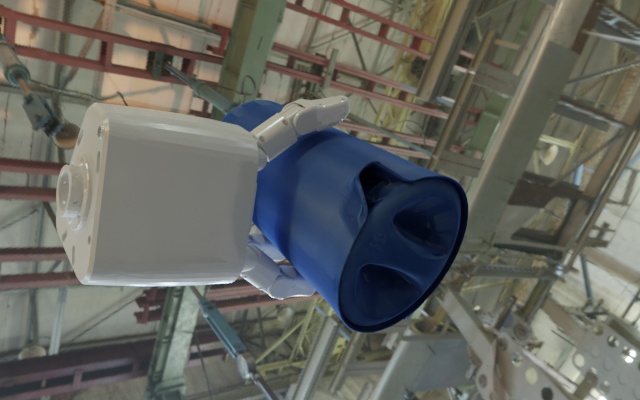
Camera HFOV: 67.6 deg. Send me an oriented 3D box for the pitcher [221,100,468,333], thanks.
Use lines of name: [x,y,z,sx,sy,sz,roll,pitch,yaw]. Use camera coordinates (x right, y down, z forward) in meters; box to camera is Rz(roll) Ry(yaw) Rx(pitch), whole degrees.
pitcher: [0.000,0.001,0.436,0.145,0.149,0.242,2,24,-41]
